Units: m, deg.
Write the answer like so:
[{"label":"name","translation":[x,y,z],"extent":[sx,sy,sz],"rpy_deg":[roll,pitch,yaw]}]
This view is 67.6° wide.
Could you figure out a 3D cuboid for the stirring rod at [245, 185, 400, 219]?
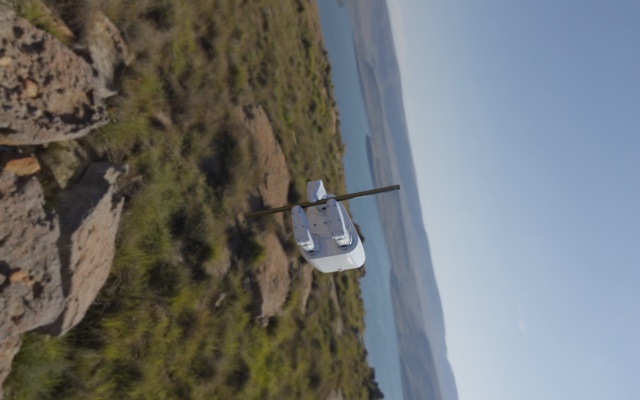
[{"label":"stirring rod","translation":[0.000,0.002,0.721],"extent":[0.239,0.011,0.011],"rpy_deg":[-11,-2,10]}]
